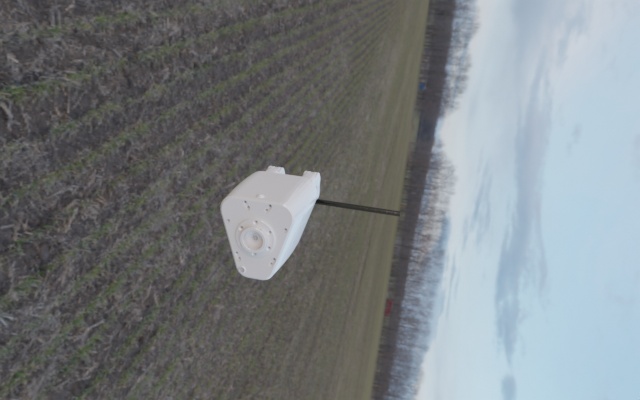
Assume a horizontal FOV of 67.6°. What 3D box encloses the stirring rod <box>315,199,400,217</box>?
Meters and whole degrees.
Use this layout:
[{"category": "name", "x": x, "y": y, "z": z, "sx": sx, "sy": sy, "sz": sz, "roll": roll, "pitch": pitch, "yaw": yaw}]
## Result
[{"category": "stirring rod", "x": 0.000, "y": 0.002, "z": 0.725, "sx": 0.239, "sy": 0.011, "sz": 0.011, "roll": 9, "pitch": 1, "yaw": 10}]
